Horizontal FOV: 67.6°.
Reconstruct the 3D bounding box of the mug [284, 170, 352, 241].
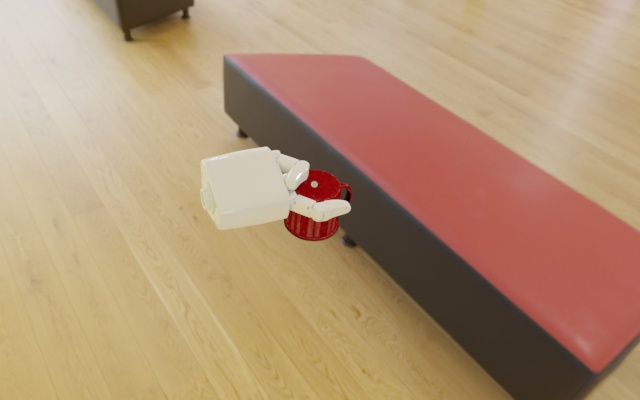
[{"bbox_3d":[0.001,0.002,0.774,0.117,0.082,0.093,-13,44,-23],"label":"mug"}]
